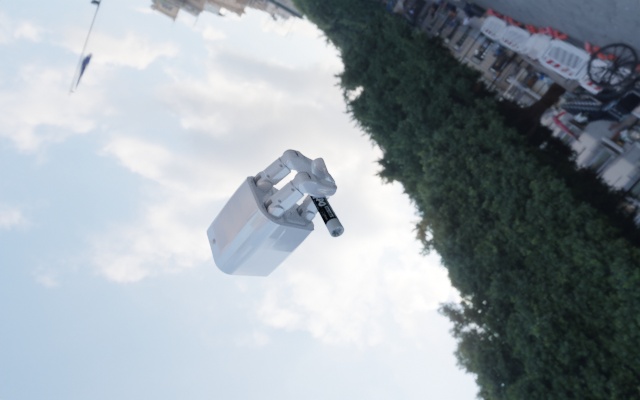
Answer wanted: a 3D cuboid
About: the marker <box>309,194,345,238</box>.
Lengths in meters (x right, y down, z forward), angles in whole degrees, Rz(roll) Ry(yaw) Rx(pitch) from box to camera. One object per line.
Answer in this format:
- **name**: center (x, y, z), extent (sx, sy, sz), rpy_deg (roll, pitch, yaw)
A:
- **marker**: center (0.000, 0.002, 0.620), extent (0.020, 0.020, 0.121), rpy_deg (0, 37, -25)
